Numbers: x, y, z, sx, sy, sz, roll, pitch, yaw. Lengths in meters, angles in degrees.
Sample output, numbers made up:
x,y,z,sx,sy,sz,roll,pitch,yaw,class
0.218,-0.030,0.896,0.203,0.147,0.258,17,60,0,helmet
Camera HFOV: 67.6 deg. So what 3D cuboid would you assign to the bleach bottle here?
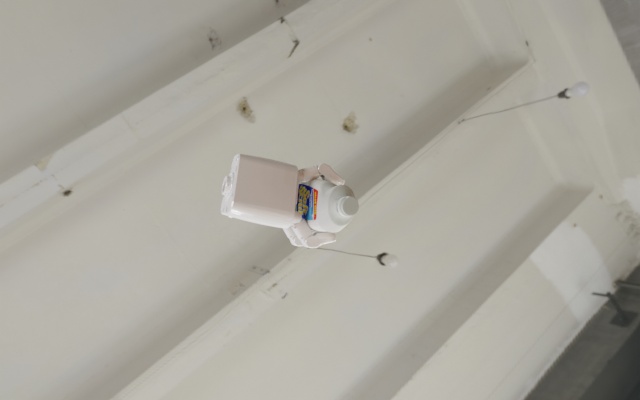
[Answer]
x,y,z,sx,sy,sz,roll,pitch,yaw,class
0.000,0.003,0.830,0.068,0.102,0.251,14,-6,-21,bleach bottle
